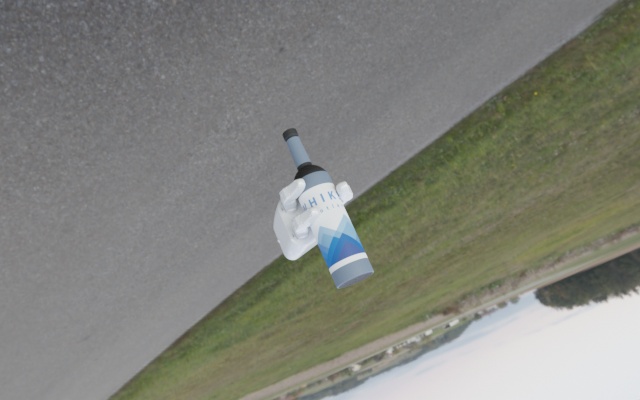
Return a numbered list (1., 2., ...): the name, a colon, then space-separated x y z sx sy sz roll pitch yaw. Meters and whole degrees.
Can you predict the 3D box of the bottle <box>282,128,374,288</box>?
1. bottle: 0.000 0.003 0.825 0.069 0.295 0.069 -22 -18 -8
